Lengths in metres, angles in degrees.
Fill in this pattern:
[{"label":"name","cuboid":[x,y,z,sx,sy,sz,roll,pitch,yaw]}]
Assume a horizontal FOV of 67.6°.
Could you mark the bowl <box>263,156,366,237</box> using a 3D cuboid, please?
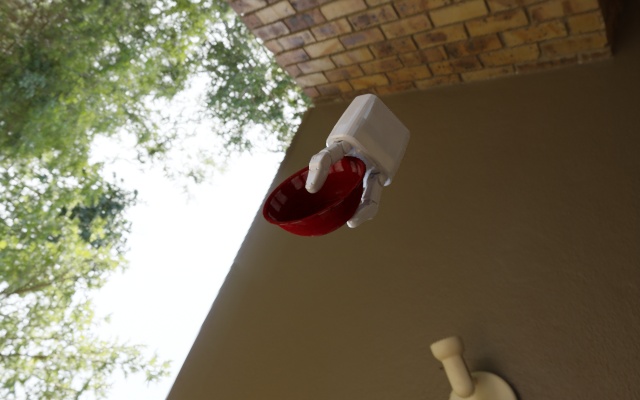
[{"label":"bowl","cuboid":[-0.001,0.003,0.687,0.162,0.055,0.162,-22,27,12]}]
